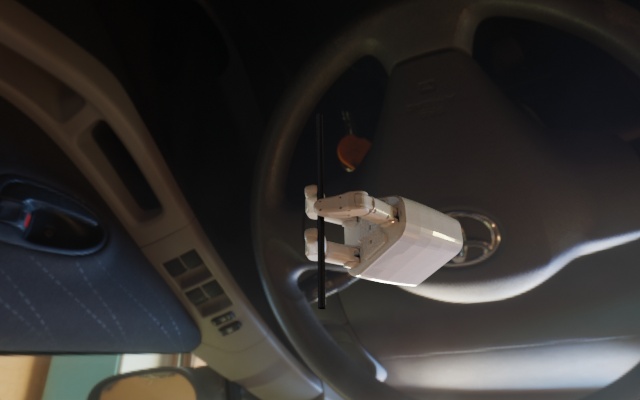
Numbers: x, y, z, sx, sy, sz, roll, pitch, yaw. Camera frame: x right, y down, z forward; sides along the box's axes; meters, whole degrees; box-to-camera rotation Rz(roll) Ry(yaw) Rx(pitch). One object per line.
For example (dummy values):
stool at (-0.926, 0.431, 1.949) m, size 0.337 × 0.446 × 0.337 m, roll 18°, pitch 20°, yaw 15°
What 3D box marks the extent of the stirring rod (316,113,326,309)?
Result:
stirring rod at (0.000, 0.002, 0.536) m, size 0.011 × 0.239 × 0.011 m, roll -1°, pitch -27°, yaw 0°
